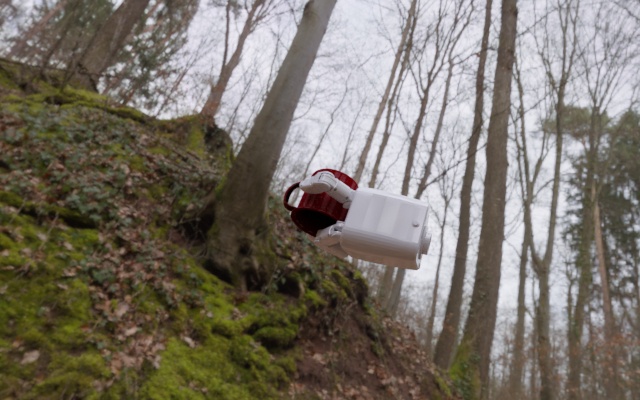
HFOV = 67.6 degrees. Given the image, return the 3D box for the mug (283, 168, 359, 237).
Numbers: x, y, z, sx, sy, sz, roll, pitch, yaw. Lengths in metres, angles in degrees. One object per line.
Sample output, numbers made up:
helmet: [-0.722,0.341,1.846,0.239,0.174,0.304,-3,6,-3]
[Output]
mug: [-0.001,0.002,0.742,0.117,0.081,0.093,13,-30,17]
